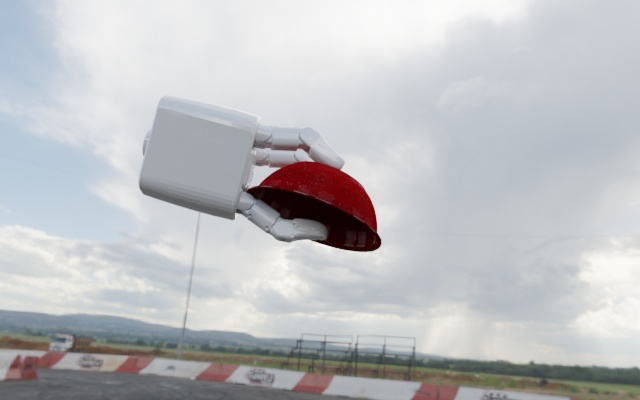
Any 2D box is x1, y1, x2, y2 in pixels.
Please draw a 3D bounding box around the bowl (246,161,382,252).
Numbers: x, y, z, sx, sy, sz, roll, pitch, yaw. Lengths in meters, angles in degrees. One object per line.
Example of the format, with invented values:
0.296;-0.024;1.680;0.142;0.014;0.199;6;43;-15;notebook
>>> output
0.001;0.002;0.543;0.162;0.055;0.162;20;-19;7;bowl
